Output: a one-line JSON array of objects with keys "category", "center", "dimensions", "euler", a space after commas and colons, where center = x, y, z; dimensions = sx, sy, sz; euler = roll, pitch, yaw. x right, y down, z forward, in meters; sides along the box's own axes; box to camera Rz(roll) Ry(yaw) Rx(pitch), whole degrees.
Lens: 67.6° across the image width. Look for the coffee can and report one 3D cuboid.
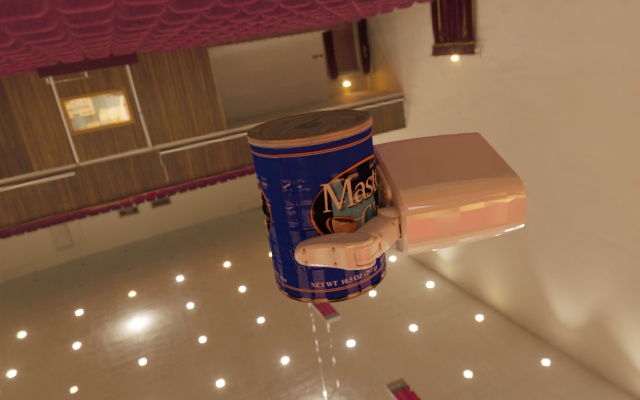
[{"category": "coffee can", "center": [0.000, 0.001, 0.413], "dimensions": [0.103, 0.140, 0.102], "euler": [-7, 20, 3]}]
